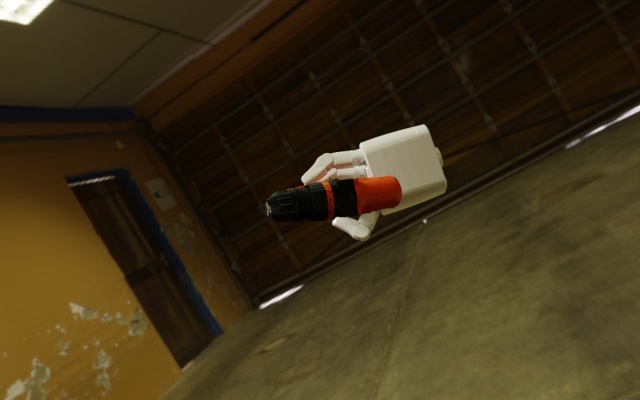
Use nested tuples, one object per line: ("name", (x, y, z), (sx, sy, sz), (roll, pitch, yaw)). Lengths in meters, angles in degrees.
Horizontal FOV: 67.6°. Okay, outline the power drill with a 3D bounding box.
("power drill", (0.000, 0.002, 0.687), (0.184, 0.057, 0.187), (-6, 1, -16))
